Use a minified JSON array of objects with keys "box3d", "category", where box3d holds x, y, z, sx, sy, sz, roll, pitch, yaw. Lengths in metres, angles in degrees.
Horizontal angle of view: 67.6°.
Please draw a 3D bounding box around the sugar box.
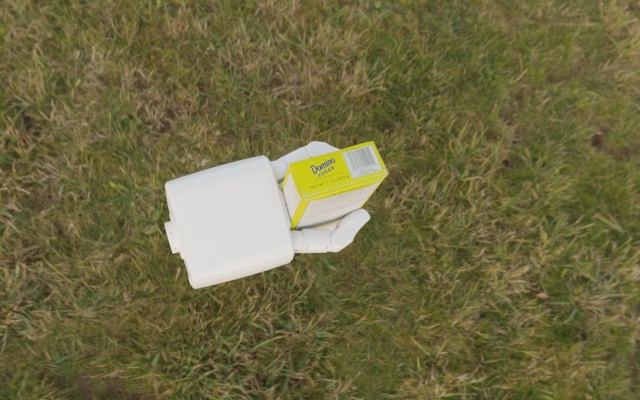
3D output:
[{"box3d":[0.000,0.001,0.529,0.093,0.048,0.176,-16,-14,-19],"category":"sugar box"}]
